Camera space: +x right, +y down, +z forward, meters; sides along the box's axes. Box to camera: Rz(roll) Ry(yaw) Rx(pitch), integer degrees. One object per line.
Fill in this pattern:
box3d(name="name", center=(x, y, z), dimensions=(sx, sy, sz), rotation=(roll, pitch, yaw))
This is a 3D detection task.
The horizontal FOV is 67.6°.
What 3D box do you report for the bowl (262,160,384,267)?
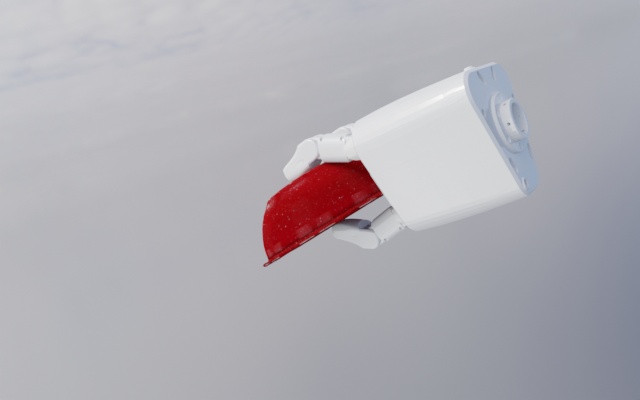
box3d(name="bowl", center=(-0.001, 0.002, 0.476), dimensions=(0.162, 0.055, 0.162), rotation=(-32, -3, -2))
